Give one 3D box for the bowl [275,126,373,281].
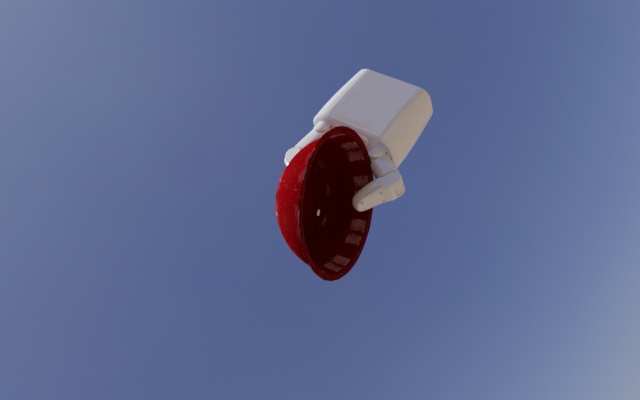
[{"bbox_3d":[-0.001,0.002,0.510,0.055,0.162,0.162,5,2,30],"label":"bowl"}]
